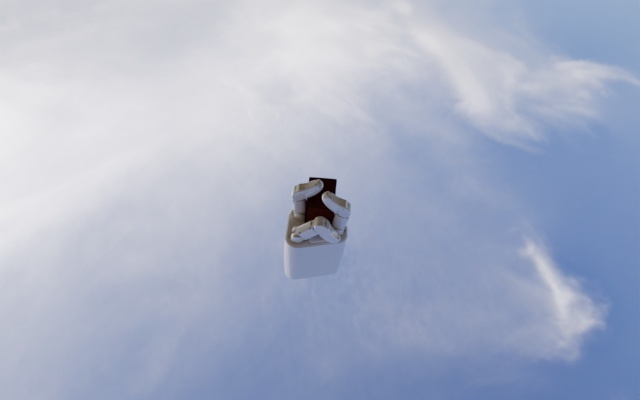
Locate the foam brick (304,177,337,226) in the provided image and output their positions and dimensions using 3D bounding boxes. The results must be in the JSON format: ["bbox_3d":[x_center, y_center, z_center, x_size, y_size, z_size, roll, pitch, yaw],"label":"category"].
[{"bbox_3d":[0.000,0.003,0.861,0.053,0.078,0.051,6,-45,0],"label":"foam brick"}]
